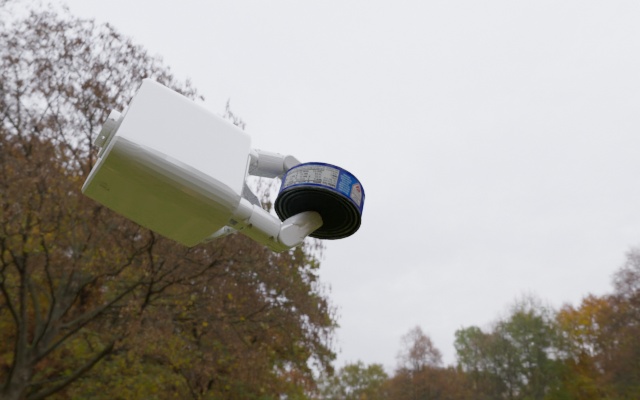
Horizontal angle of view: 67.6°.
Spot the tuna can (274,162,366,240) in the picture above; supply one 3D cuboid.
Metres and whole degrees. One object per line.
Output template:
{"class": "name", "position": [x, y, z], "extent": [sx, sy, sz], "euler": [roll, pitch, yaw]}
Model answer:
{"class": "tuna can", "position": [0.000, 0.001, 0.465], "extent": [0.086, 0.033, 0.086], "euler": [9, -36, 7]}
